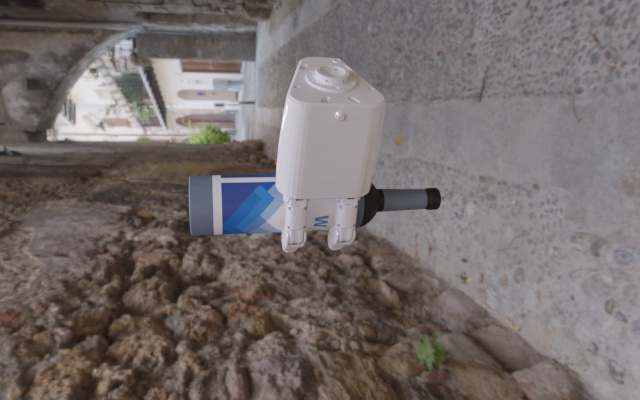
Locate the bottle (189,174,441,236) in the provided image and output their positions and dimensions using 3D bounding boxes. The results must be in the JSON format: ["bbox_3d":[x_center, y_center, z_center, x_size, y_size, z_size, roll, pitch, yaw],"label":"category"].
[{"bbox_3d":[0.000,0.002,0.560,0.296,0.069,0.069,-2,0,-13],"label":"bottle"}]
